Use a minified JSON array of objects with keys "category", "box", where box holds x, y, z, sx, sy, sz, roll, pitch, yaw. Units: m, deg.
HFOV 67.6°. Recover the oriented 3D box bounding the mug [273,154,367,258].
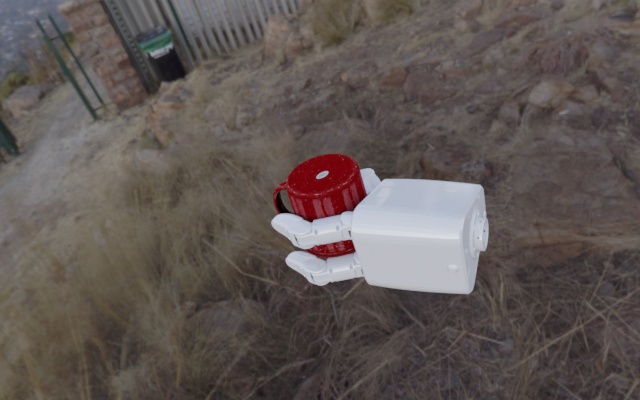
[{"category":"mug","box":[-0.001,0.001,0.532,0.117,0.081,0.093,3,39,27]}]
